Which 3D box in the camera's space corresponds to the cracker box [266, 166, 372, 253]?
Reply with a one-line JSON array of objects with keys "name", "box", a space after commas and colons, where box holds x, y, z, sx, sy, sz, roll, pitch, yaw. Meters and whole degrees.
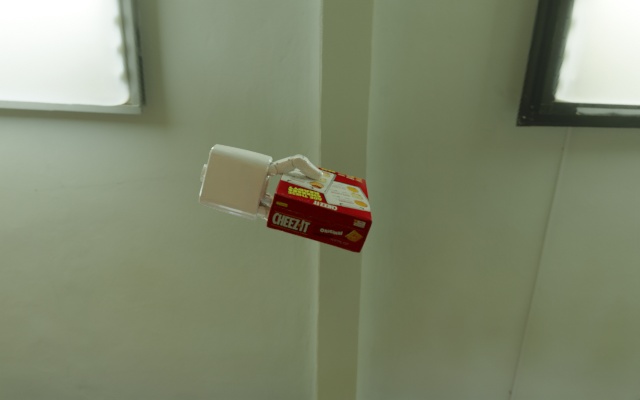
[{"name": "cracker box", "box": [0.000, 0.003, 0.862, 0.164, 0.072, 0.213, 15, 20, -4]}]
